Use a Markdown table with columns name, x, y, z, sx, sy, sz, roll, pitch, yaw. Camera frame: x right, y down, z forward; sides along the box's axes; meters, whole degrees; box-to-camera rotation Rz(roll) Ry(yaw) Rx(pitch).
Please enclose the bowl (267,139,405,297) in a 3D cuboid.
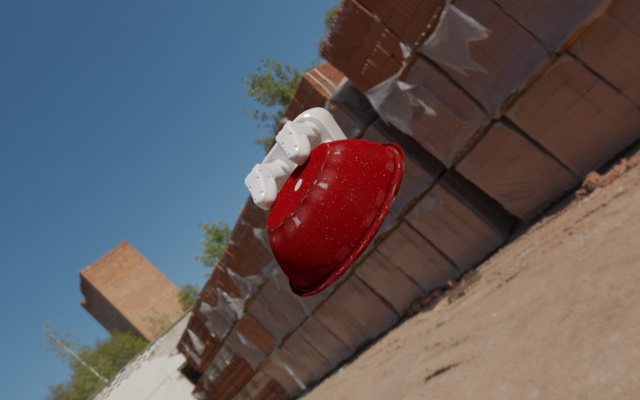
| name | x | y | z | sx | sy | sz | roll | pitch | yaw |
| --- | --- | --- | --- | --- | --- | --- | --- | --- | --- |
| bowl | 0.000 | 0.001 | 0.423 | 0.055 | 0.162 | 0.162 | 34 | -11 | -17 |
